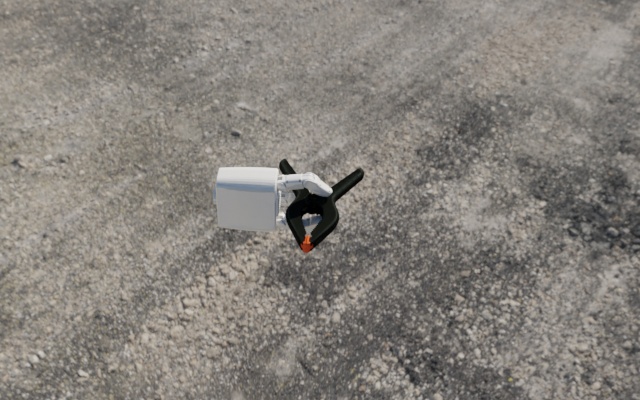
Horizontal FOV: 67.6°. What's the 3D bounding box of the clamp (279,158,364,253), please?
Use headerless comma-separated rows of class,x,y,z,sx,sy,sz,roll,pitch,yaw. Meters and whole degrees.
clamp,0.000,0.003,0.865,0.164,0.209,0.036,1,-42,0
